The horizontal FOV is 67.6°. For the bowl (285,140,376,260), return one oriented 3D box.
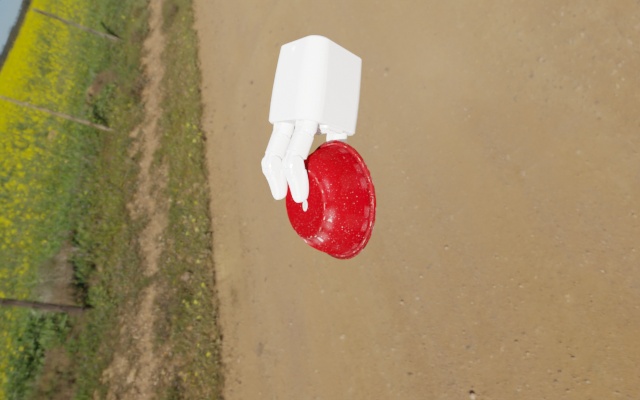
[{"bbox_3d":[0.000,0.003,0.630,0.055,0.162,0.162,-7,4,-35],"label":"bowl"}]
